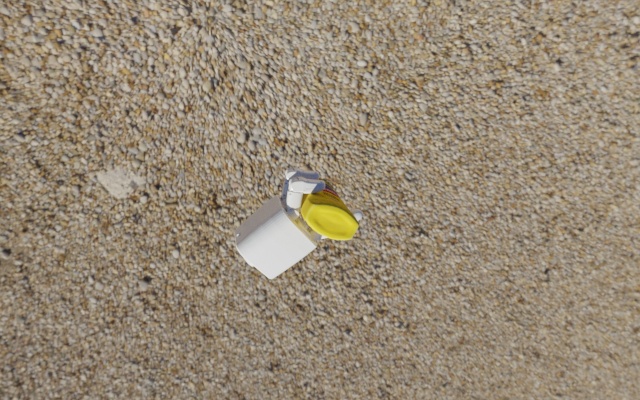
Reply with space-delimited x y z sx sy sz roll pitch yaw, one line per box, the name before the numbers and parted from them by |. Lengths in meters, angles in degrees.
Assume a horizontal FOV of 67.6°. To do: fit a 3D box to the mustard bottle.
mustard bottle | 0.000 0.003 0.861 0.096 0.058 0.191 23 14 -20
